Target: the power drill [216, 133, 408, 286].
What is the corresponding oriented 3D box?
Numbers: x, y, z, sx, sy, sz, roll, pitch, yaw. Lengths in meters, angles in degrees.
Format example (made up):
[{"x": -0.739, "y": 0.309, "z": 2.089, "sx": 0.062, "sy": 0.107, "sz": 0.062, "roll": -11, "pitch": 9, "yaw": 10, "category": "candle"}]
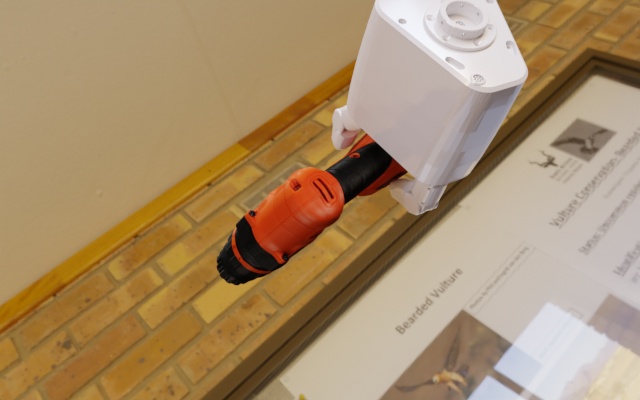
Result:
[{"x": 0.000, "y": 0.001, "z": 0.439, "sx": 0.187, "sy": 0.057, "sz": 0.184, "roll": -37, "pitch": 0, "yaw": -40, "category": "power drill"}]
